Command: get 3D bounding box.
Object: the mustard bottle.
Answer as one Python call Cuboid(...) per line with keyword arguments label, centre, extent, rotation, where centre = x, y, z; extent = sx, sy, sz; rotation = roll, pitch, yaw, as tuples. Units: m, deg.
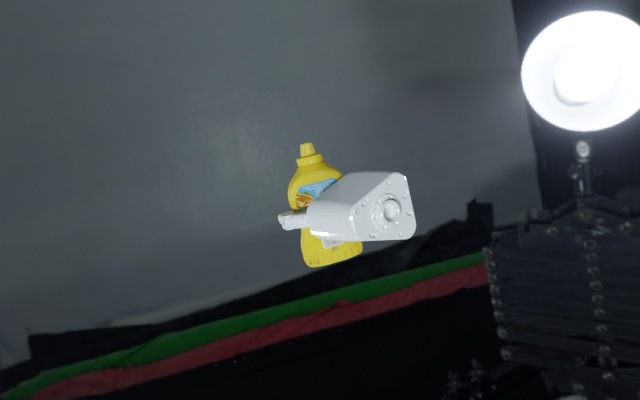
Cuboid(label="mustard bottle", centre=(0.000, 0.003, 0.758), extent=(0.096, 0.191, 0.058), rotation=(-15, 9, -6))
